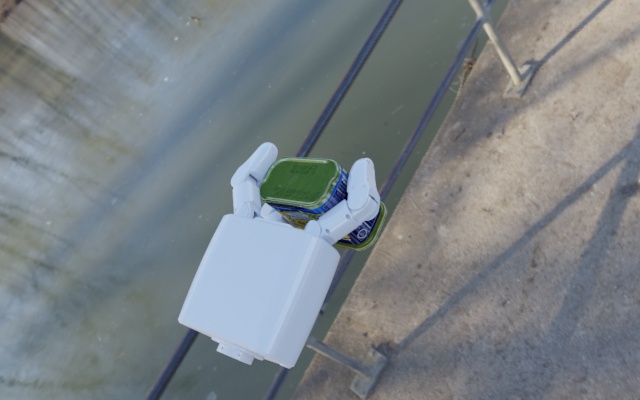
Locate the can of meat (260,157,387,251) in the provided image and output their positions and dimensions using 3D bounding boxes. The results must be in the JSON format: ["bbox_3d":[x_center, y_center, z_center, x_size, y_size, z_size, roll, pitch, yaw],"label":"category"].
[{"bbox_3d":[0.000,0.001,0.475,0.102,0.057,0.084,7,-25,45],"label":"can of meat"}]
